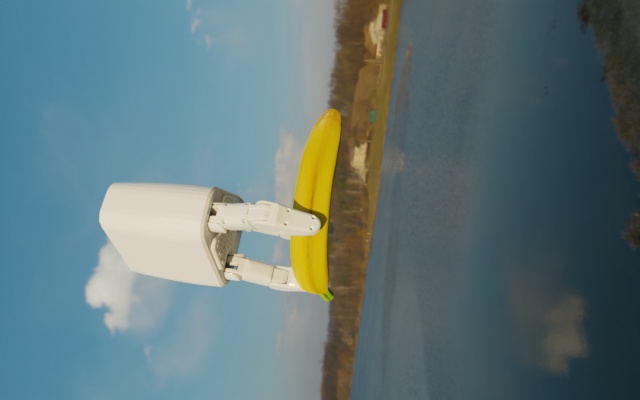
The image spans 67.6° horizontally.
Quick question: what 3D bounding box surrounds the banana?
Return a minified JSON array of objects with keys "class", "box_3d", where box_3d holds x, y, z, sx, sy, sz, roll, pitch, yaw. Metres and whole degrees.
[{"class":"banana","box_3d":[-0.004,0.005,0.466,0.037,0.198,0.069,5,2,13]}]
